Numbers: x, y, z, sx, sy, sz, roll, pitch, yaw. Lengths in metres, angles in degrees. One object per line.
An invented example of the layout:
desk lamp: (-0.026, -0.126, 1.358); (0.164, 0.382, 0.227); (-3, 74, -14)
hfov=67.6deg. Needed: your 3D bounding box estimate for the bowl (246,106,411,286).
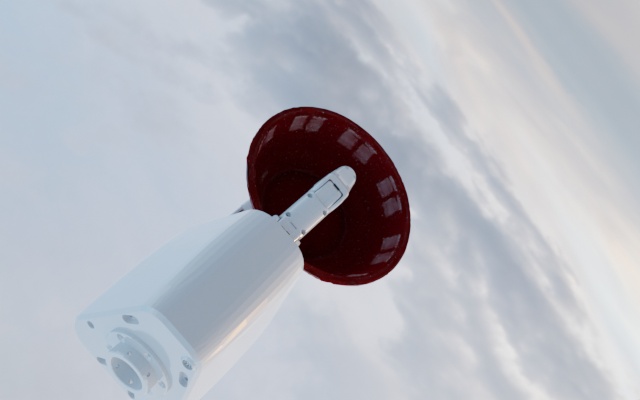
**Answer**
bowl: (0.001, 0.001, 0.416); (0.162, 0.162, 0.055); (0, -23, -34)
